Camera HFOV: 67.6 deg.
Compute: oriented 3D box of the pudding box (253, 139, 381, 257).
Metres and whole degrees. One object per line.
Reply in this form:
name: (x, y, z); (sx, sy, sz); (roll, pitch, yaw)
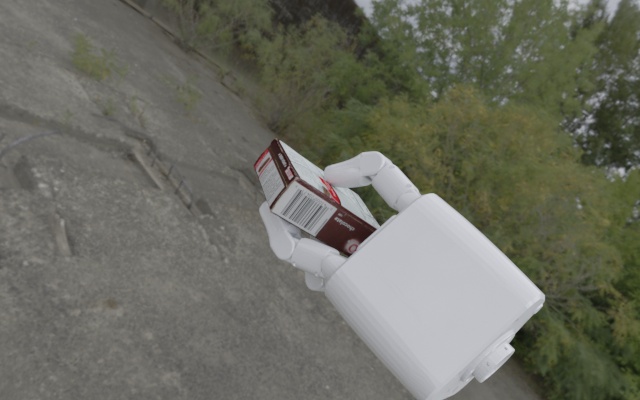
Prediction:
pudding box: (0.000, 0.001, 0.427); (0.113, 0.039, 0.090); (35, 12, -30)
